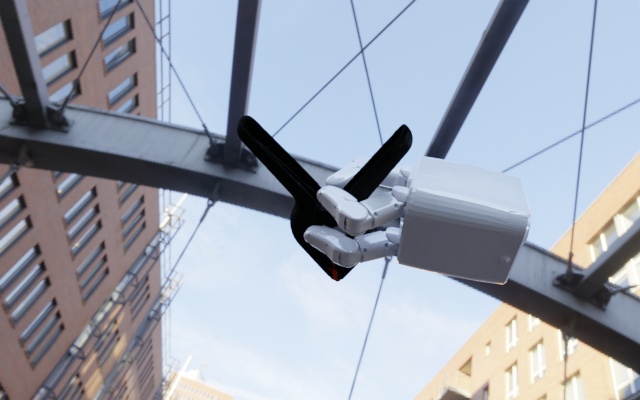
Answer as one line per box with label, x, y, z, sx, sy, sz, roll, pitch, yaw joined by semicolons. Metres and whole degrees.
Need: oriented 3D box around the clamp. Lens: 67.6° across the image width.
clamp;0.001;0.002;0.491;0.164;0.210;0.036;12;43;12
